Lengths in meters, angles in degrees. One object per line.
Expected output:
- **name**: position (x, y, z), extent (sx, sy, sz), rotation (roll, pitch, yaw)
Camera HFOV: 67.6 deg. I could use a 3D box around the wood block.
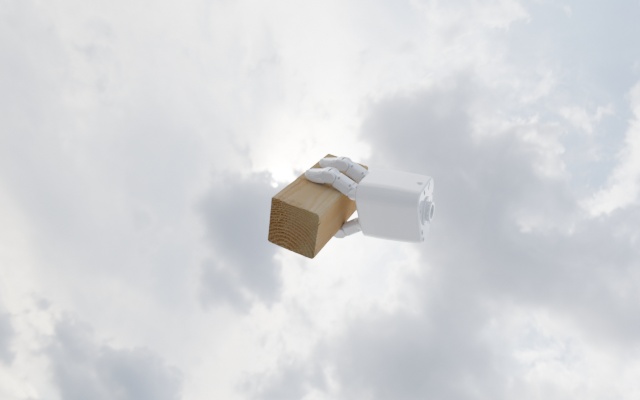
- **wood block**: position (0.001, 0.003, 0.846), extent (0.090, 0.091, 0.206), rotation (20, 33, 19)
